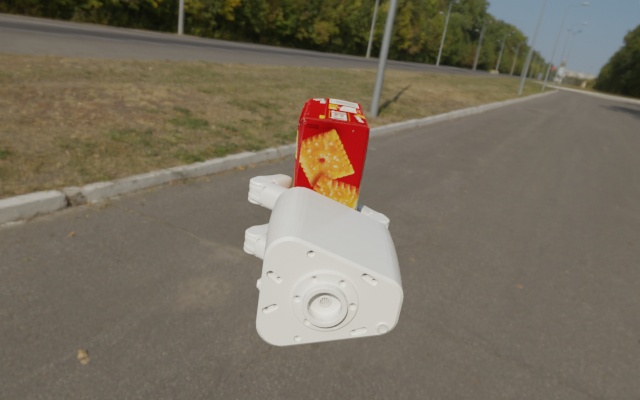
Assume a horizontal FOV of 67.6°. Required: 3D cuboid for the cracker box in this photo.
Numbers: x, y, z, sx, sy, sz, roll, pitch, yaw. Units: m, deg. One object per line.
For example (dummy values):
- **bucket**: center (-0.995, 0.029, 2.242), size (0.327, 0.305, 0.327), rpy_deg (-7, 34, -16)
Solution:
- **cracker box**: center (0.000, 0.002, 0.537), size (0.072, 0.214, 0.164), rpy_deg (8, 19, -2)
